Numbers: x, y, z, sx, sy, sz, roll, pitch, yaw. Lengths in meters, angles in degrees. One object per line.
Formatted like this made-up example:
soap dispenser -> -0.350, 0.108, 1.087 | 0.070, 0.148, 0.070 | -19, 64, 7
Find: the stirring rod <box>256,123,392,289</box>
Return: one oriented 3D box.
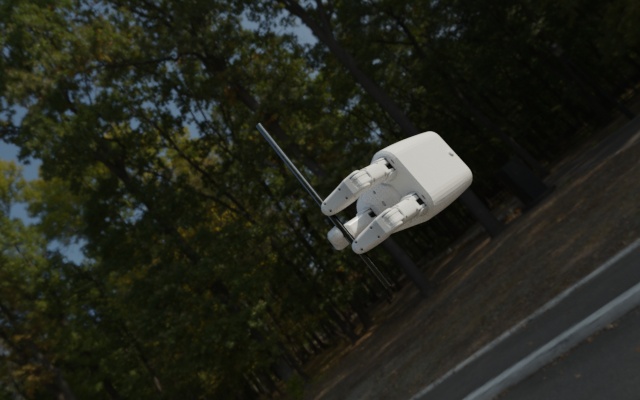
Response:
stirring rod -> 0.000, 0.002, 0.541 | 0.011, 0.239, 0.011 | -37, -13, -10
